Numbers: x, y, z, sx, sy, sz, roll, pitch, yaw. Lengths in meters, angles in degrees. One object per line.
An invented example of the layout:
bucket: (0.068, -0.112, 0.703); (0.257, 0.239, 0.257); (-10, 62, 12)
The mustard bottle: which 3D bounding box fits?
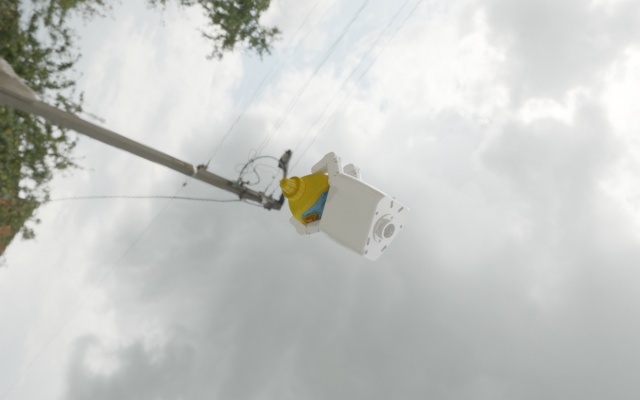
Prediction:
mustard bottle: (0.000, 0.003, 0.844); (0.096, 0.058, 0.192); (-44, -42, 18)
